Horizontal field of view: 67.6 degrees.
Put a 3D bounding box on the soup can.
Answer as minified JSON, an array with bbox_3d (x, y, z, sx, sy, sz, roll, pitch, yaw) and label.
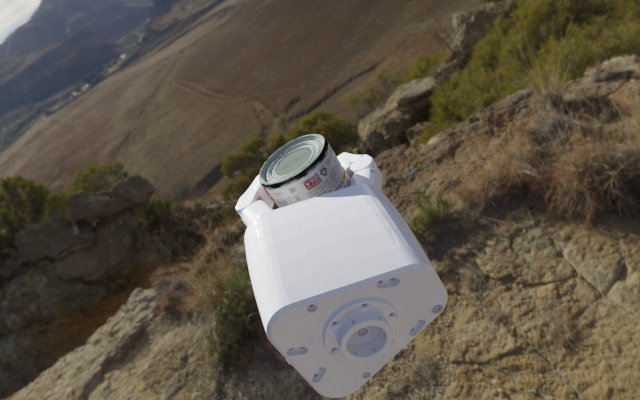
[{"bbox_3d":[0.000,0.001,0.422,0.068,0.102,0.068,-24,31,16],"label":"soup can"}]
